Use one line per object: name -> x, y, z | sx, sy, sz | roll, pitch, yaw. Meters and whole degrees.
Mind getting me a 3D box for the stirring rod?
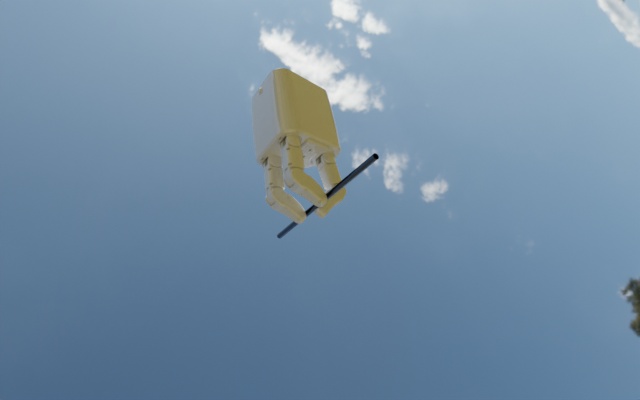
stirring rod -> 0.000, 0.002, 0.615 | 0.011, 0.011, 0.240 | 0, -25, -34
